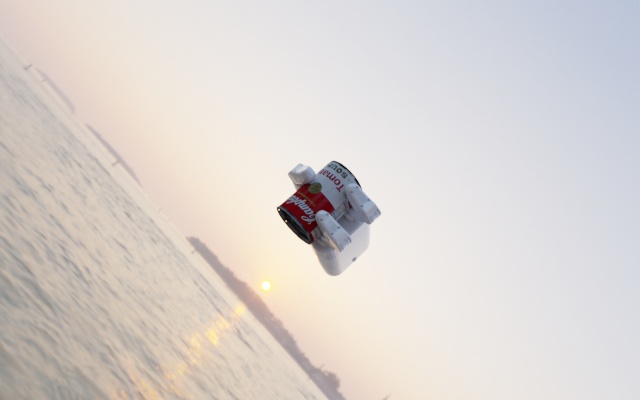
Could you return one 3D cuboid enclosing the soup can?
[{"bbox_3d":[0.000,0.002,0.651,0.102,0.068,0.068,-42,13,-15],"label":"soup can"}]
